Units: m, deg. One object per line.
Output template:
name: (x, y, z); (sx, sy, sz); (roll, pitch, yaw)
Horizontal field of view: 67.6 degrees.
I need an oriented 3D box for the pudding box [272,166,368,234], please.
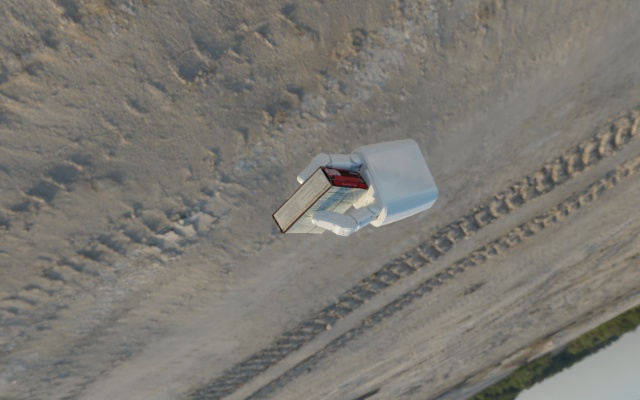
pudding box: (0.000, 0.002, 0.675); (0.113, 0.039, 0.090); (-46, -29, 27)
